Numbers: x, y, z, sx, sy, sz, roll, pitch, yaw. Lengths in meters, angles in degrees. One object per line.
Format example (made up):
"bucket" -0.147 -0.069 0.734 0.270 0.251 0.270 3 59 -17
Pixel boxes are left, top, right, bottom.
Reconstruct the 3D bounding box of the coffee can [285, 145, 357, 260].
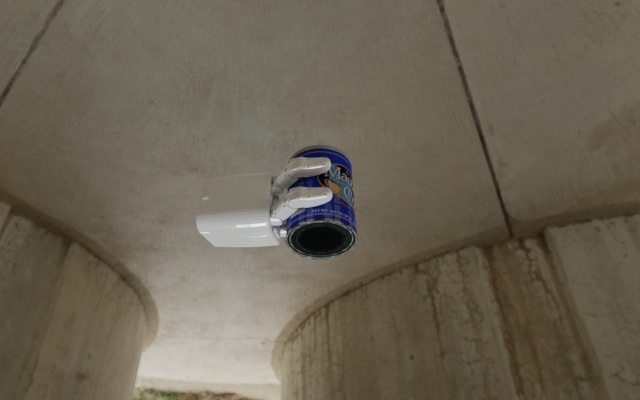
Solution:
"coffee can" 0.000 0.002 0.716 0.103 0.140 0.103 -1 -38 -1
